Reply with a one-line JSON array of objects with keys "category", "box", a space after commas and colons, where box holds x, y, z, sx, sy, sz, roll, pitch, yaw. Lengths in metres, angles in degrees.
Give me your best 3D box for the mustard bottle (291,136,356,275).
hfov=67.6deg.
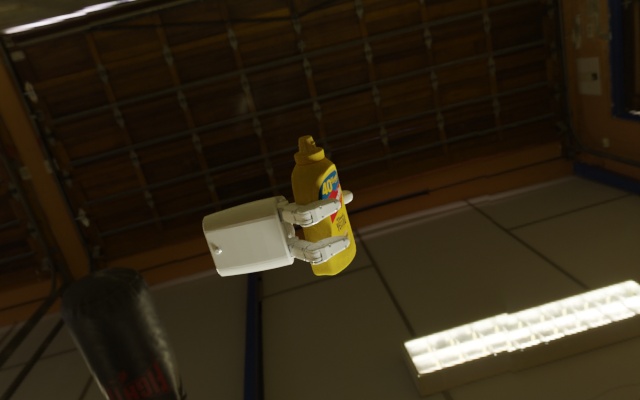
[{"category": "mustard bottle", "box": [0.000, 0.002, 0.678, 0.058, 0.192, 0.096, -5, 20, 27]}]
